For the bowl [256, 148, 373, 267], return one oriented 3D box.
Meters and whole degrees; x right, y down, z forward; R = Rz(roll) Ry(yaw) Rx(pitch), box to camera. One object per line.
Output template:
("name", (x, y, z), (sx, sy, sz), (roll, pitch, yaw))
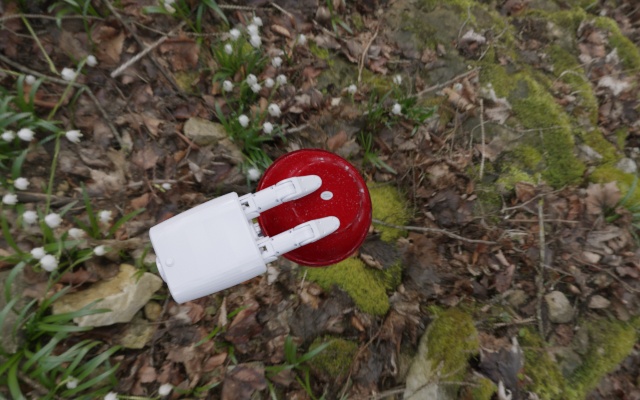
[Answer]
("bowl", (0.001, 0.001, 0.611), (0.162, 0.162, 0.055), (0, -13, -16))
